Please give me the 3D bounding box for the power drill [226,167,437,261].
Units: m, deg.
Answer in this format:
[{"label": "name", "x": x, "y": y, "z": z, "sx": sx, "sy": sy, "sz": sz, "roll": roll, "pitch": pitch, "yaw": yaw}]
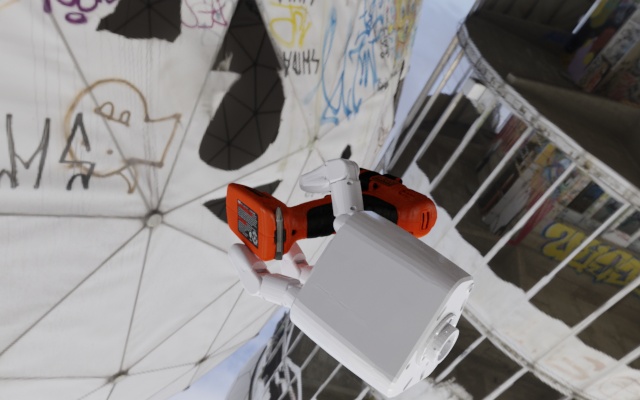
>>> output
[{"label": "power drill", "x": 0.000, "y": 0.002, "z": 0.510, "sx": 0.187, "sy": 0.057, "sz": 0.184, "roll": -10, "pitch": 19, "yaw": -28}]
